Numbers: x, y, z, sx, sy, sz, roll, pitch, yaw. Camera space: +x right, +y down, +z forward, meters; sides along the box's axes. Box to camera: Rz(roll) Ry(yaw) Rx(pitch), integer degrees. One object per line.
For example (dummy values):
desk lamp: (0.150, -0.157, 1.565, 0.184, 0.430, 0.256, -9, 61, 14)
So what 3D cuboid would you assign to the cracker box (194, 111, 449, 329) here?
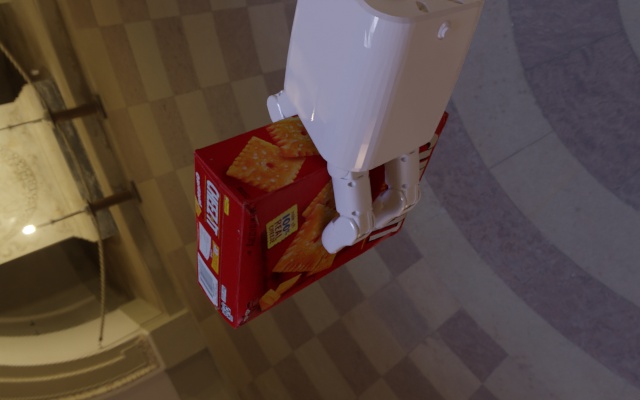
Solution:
cracker box: (0.000, 0.001, 0.420, 0.213, 0.164, 0.072, -25, 57, -32)
